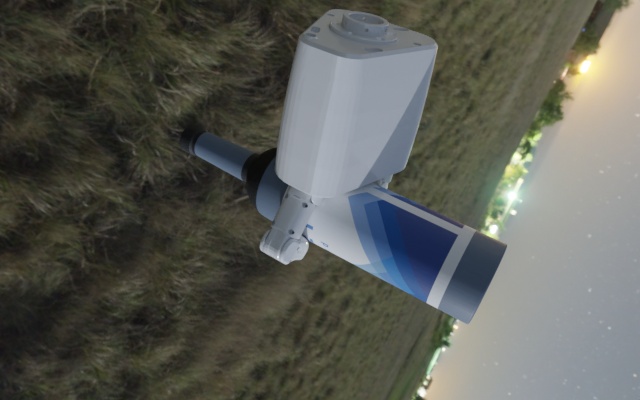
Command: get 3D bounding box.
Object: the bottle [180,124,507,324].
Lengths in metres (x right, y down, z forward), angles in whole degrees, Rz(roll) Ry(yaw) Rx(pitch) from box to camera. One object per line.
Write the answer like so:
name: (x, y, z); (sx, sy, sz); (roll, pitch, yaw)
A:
bottle: (0.000, 0.002, 0.404); (0.295, 0.069, 0.069); (26, 9, 20)
